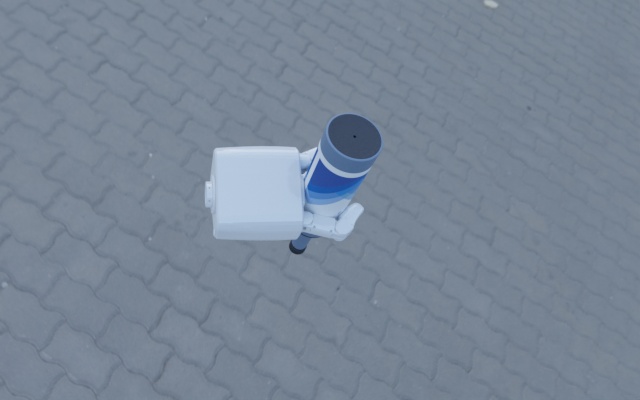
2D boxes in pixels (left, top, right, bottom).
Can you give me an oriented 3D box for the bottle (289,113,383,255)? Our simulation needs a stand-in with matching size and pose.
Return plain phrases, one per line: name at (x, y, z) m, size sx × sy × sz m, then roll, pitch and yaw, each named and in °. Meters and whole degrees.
bottle at (0.000, 0.002, 0.646) m, size 0.069 × 0.069 × 0.296 m, roll 0°, pitch -30°, yaw -17°
